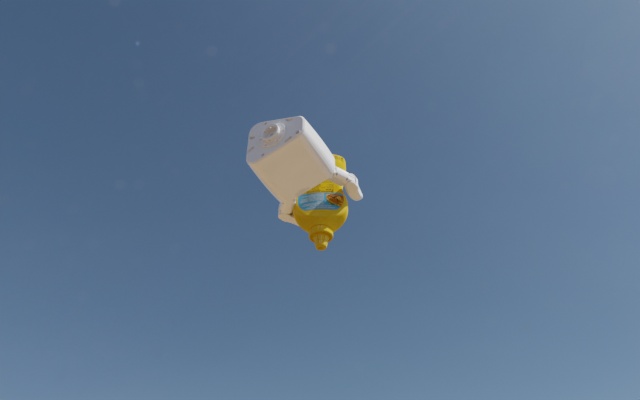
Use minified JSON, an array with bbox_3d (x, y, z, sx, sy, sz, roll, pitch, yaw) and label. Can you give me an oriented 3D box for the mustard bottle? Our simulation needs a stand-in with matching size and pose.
[{"bbox_3d":[0.000,0.003,0.843,0.096,0.191,0.058,-1,-39,0],"label":"mustard bottle"}]
